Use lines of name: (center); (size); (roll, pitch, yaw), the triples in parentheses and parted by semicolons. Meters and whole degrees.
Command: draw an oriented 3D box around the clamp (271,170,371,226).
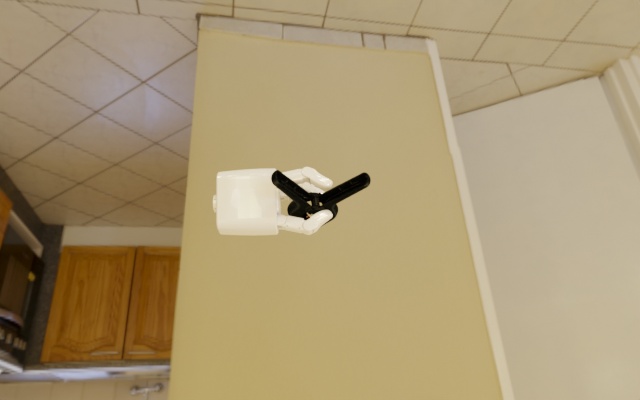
clamp: (0.000, 0.004, 0.862); (0.164, 0.036, 0.210); (-1, -27, -2)
